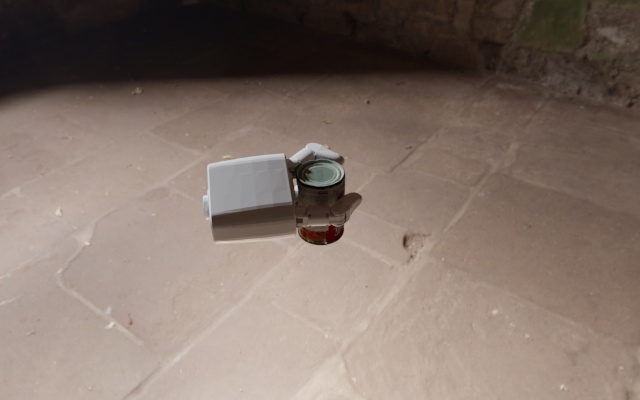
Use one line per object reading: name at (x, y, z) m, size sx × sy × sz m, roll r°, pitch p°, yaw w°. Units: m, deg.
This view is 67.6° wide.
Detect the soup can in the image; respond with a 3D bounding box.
soup can at (0.001, 0.002, 0.661) m, size 0.068 × 0.102 × 0.068 m, roll 0°, pitch 38°, yaw 0°
